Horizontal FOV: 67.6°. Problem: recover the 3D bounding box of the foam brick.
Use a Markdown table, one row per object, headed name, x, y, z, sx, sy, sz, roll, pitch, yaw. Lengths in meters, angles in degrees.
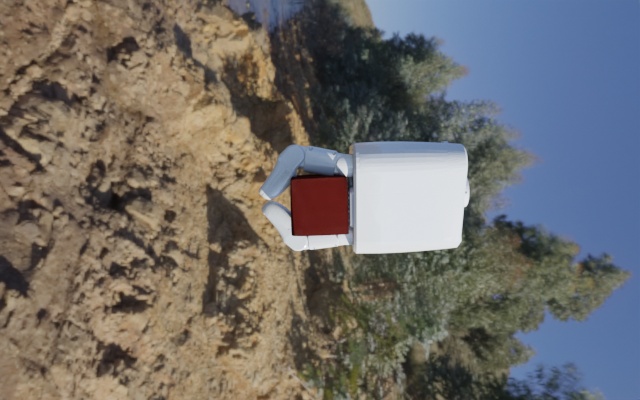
| name | x | y | z | sx | sy | sz | roll | pitch | yaw |
| --- | --- | --- | --- | --- | --- | --- | --- | --- | --- |
| foam brick | 0.000 | 0.002 | 0.454 | 0.051 | 0.053 | 0.078 | -1 | 6 | 2 |
